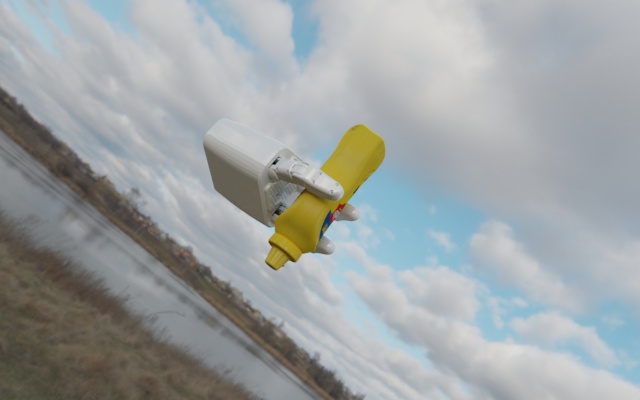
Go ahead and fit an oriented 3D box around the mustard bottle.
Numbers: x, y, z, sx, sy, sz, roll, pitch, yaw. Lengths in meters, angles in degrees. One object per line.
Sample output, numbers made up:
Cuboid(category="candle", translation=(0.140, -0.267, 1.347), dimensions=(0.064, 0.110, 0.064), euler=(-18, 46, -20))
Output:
Cuboid(category="mustard bottle", translation=(0.001, 0.002, 0.563), dimensions=(0.058, 0.191, 0.096), euler=(38, -18, 4))
